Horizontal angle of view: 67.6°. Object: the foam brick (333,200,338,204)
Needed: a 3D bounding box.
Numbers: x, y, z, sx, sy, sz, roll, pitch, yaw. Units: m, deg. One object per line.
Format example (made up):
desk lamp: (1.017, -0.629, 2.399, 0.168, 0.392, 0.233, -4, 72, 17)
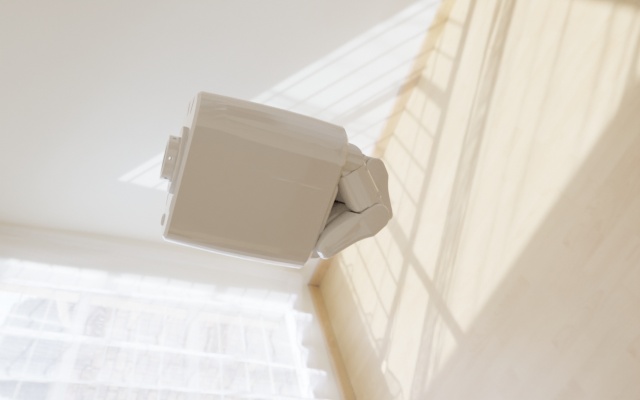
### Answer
foam brick: (0.000, 0.002, 0.435, 0.051, 0.053, 0.078, 12, 2, -21)
